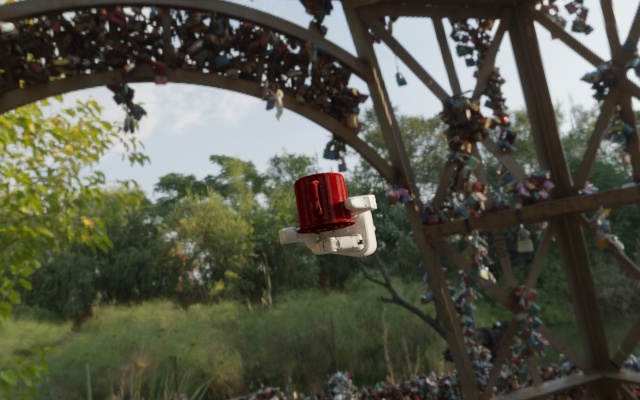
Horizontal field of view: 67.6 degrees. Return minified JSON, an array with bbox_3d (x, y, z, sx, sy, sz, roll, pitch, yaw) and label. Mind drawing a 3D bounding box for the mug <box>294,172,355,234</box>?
[{"bbox_3d":[0.000,0.002,0.744,0.093,0.081,0.117,-11,-11,12],"label":"mug"}]
